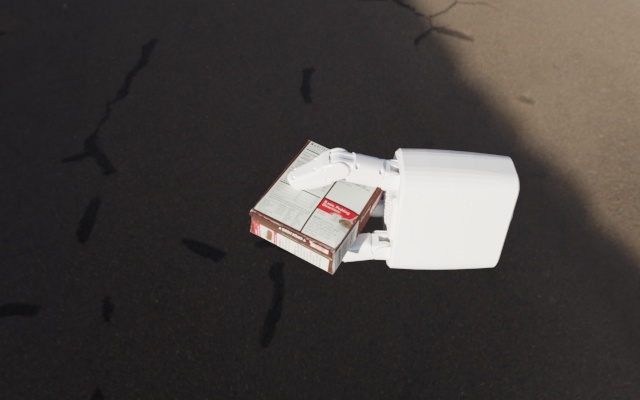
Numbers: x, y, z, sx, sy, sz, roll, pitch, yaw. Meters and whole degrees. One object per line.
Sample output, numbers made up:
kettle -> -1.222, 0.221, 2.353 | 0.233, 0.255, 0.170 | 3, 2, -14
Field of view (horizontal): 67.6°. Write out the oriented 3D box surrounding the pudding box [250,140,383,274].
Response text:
pudding box -> 0.000, 0.001, 0.456 | 0.090, 0.039, 0.113 | 25, 51, 16
